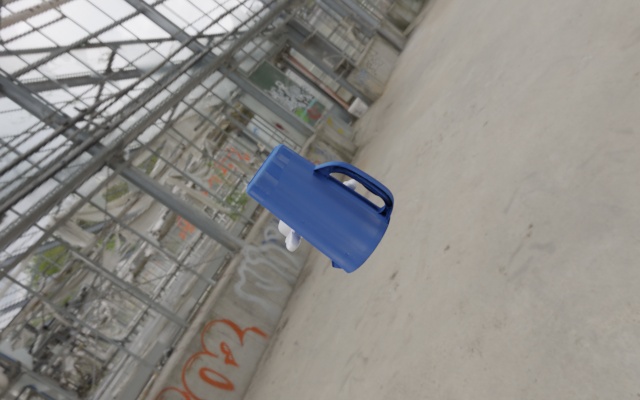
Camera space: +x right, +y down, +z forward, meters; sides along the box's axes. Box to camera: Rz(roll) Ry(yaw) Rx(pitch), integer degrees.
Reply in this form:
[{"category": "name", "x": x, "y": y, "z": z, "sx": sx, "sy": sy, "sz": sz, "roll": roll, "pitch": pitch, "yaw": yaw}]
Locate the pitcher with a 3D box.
[{"category": "pitcher", "x": 0.000, "y": 0.003, "z": 0.846, "sx": 0.243, "sy": 0.149, "sz": 0.145, "roll": 36, "pitch": -15, "yaw": -8}]
